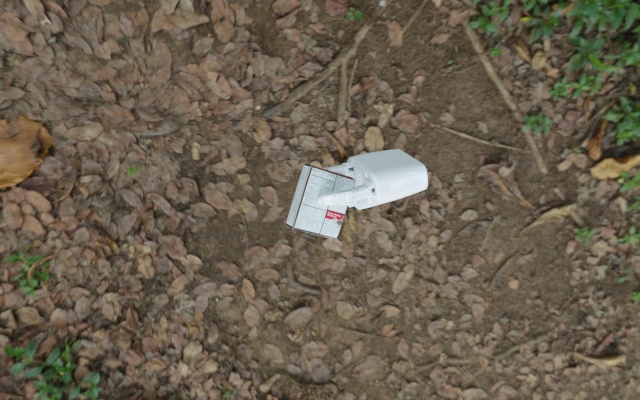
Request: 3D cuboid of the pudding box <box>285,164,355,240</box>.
[{"bbox_3d":[0.000,0.003,0.816,0.090,0.113,0.039,16,1,-25],"label":"pudding box"}]
